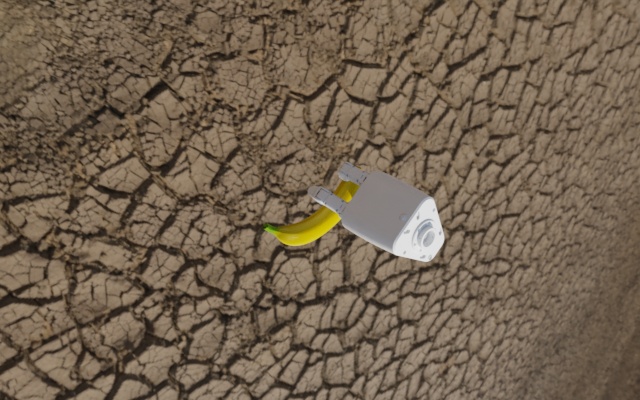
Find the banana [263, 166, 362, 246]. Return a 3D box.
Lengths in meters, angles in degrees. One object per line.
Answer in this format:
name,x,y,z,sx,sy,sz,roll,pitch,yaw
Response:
banana,0.003,0.019,0.788,0.197,0.070,0.037,-34,36,-20
